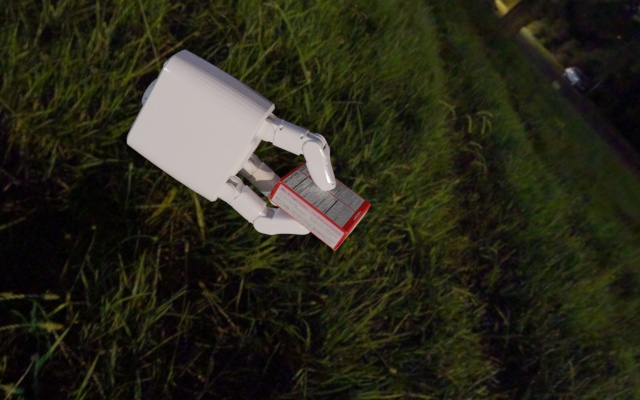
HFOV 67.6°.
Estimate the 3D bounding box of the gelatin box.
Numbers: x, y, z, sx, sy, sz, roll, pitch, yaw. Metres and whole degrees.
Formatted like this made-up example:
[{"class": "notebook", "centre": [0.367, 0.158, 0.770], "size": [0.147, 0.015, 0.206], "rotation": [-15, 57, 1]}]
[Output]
[{"class": "gelatin box", "centre": [0.001, 0.002, 0.504], "size": [0.089, 0.030, 0.073], "rotation": [37, 33, 6]}]
